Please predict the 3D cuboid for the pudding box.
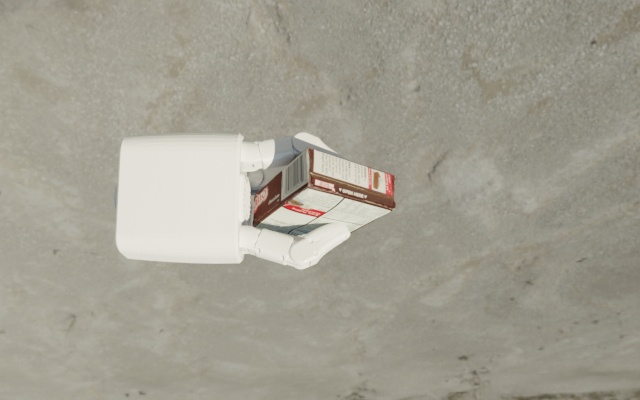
[{"bbox_3d":[0.000,0.002,0.438,0.090,0.039,0.113,14,-26,-27],"label":"pudding box"}]
